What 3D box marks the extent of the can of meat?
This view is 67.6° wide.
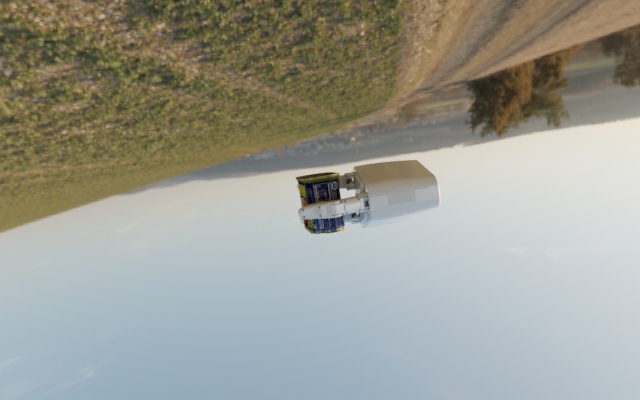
[{"bbox_3d":[0.000,0.003,0.724,0.057,0.084,0.102,-10,6,-9],"label":"can of meat"}]
